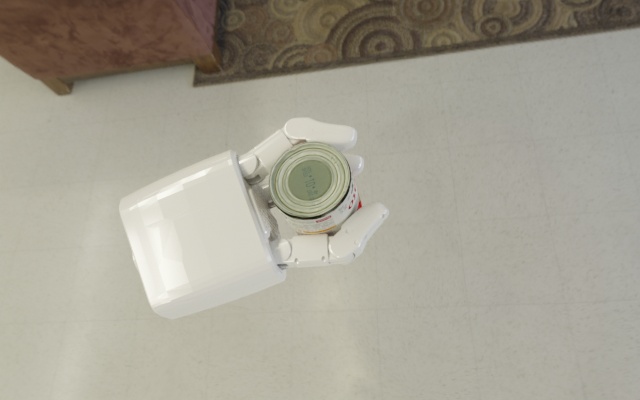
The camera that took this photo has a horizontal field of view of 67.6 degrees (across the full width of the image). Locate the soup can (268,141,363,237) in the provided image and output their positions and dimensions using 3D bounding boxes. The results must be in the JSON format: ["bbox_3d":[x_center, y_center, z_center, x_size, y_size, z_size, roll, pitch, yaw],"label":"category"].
[{"bbox_3d":[0.001,0.001,0.413,0.068,0.068,0.102,0,-22,12],"label":"soup can"}]
